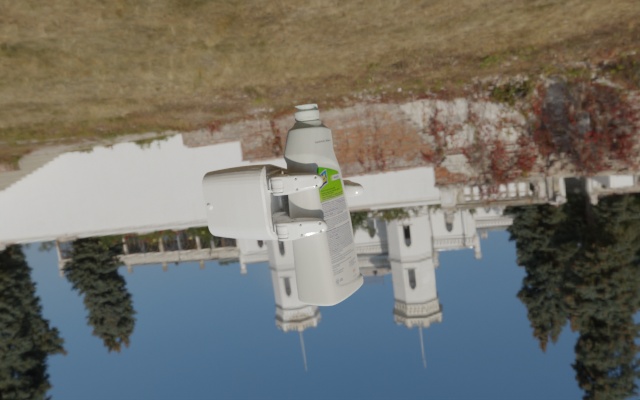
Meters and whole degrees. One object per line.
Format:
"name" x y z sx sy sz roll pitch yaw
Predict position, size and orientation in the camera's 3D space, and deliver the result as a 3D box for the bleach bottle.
"bleach bottle" 0.000 0.002 0.623 0.068 0.251 0.102 -1 10 30
